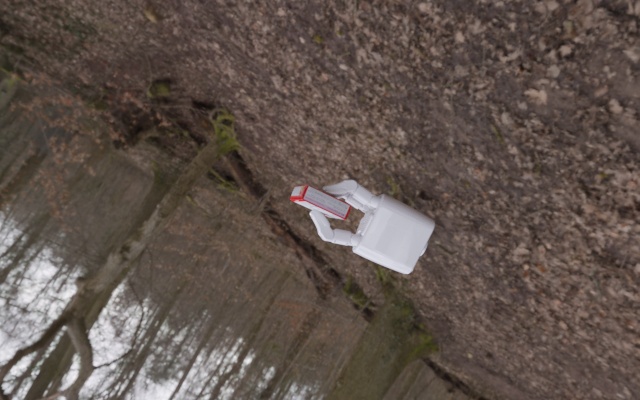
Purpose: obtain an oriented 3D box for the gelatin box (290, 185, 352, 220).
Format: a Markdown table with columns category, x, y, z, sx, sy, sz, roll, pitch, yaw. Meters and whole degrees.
| category | x | y | z | sx | sy | sz | roll | pitch | yaw |
| --- | --- | --- | --- | --- | --- | --- | --- | --- | --- |
| gelatin box | 0.000 | 0.003 | 0.823 | 0.089 | 0.030 | 0.073 | 24 | -7 | -18 |
